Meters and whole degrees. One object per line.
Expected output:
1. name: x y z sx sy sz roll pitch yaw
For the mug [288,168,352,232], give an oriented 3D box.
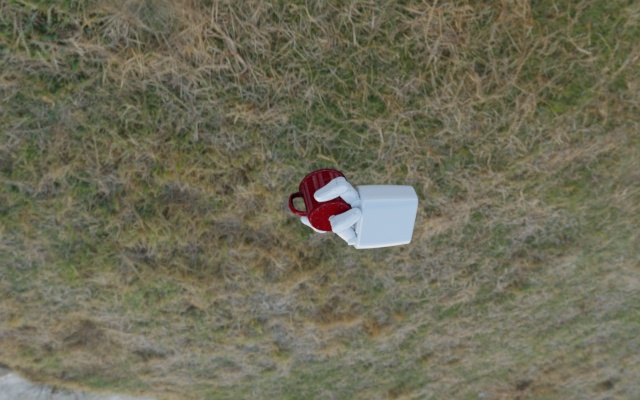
1. mug: -0.001 0.003 0.871 0.117 0.081 0.093 -3 -43 -11
